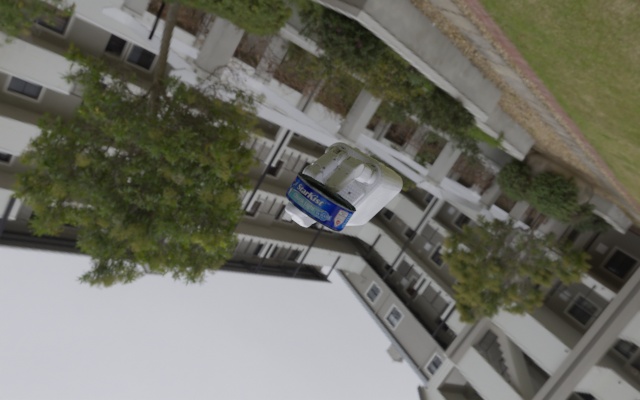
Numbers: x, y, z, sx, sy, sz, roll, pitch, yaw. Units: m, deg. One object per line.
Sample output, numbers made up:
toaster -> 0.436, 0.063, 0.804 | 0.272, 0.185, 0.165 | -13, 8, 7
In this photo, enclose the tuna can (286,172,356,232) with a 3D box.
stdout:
tuna can -> 0.000, 0.002, 0.592 | 0.086, 0.034, 0.086 | 33, 8, -5
